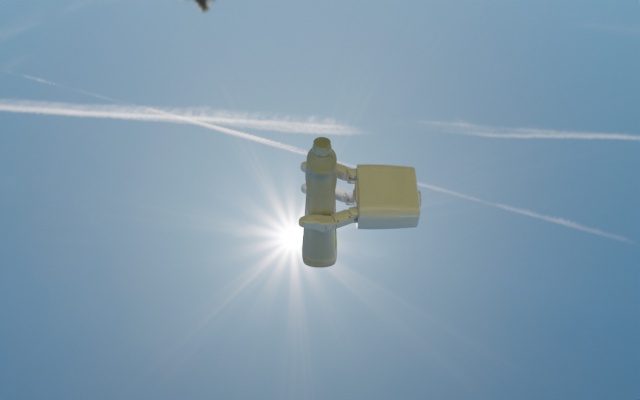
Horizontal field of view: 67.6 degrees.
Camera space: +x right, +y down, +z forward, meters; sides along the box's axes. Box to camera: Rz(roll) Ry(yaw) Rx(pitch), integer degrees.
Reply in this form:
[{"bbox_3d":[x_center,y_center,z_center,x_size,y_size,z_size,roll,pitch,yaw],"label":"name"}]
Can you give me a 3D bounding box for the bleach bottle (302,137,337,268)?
[{"bbox_3d":[0.000,0.003,0.840,0.068,0.251,0.102,0,45,-1],"label":"bleach bottle"}]
